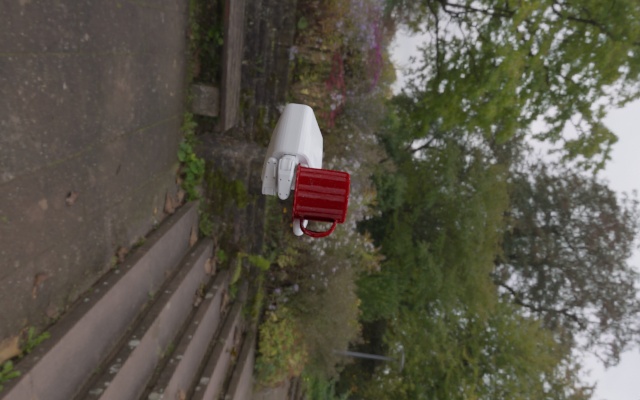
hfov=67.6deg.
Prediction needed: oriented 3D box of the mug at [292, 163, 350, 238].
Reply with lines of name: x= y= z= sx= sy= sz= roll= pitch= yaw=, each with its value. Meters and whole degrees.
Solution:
mug: x=0.000 y=0.004 z=0.736 sx=0.081 sy=0.117 sz=0.093 roll=7 pitch=-30 yaw=0
